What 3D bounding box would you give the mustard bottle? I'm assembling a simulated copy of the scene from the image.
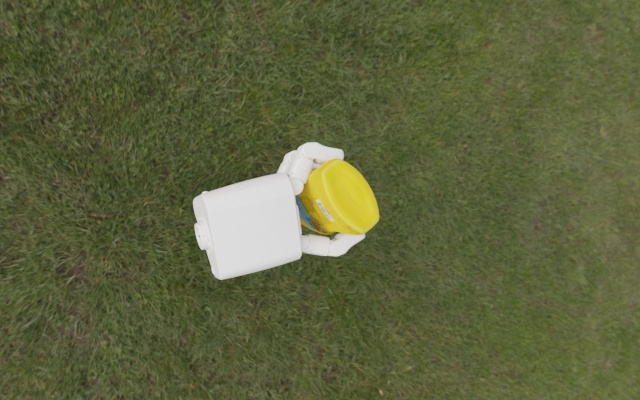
[{"bbox_3d":[0.000,0.002,0.648,0.058,0.096,0.191,-40,11,-21],"label":"mustard bottle"}]
